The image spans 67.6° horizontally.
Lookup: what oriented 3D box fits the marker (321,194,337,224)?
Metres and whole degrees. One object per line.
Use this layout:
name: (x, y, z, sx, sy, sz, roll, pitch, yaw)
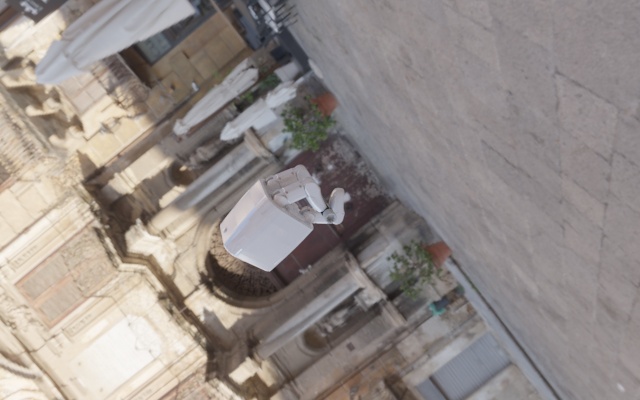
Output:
marker: (0.000, 0.003, 0.785, 0.020, 0.020, 0.121, 0, 25, -17)
